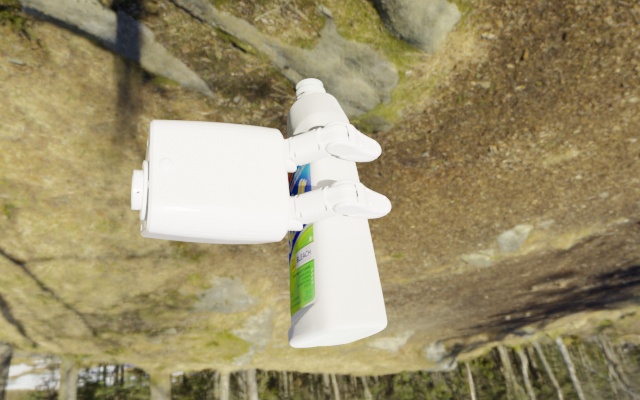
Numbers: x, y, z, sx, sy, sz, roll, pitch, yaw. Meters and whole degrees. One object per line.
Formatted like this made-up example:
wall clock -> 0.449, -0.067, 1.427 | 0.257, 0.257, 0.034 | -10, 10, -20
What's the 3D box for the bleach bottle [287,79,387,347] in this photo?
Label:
bleach bottle -> 0.000, 0.001, 0.449 | 0.068, 0.250, 0.103 | 3, -25, -22
